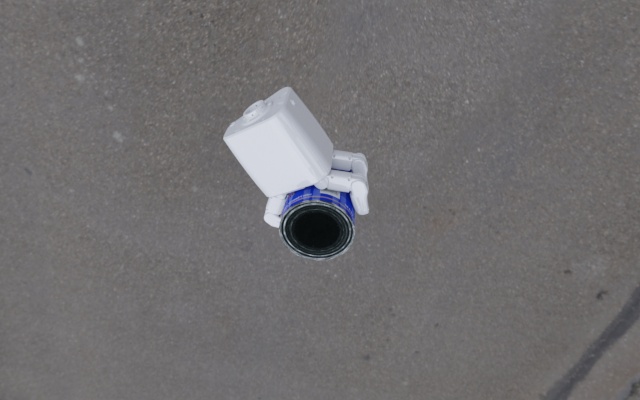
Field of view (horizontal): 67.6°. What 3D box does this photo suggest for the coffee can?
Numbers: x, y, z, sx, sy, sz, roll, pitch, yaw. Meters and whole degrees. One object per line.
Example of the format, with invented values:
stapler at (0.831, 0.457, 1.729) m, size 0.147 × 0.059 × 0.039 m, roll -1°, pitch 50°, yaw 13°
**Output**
coffee can at (0.000, 0.002, 0.692) m, size 0.103 × 0.103 × 0.140 m, roll 0°, pitch 35°, yaw 5°
